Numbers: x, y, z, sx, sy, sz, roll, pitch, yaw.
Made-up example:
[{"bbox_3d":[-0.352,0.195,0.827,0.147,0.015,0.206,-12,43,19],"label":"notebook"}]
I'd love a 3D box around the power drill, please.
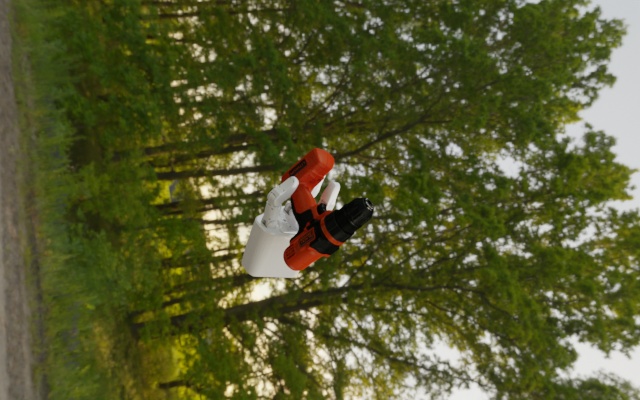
[{"bbox_3d":[0.000,0.002,0.800,0.184,0.187,0.057,-37,-47,27],"label":"power drill"}]
